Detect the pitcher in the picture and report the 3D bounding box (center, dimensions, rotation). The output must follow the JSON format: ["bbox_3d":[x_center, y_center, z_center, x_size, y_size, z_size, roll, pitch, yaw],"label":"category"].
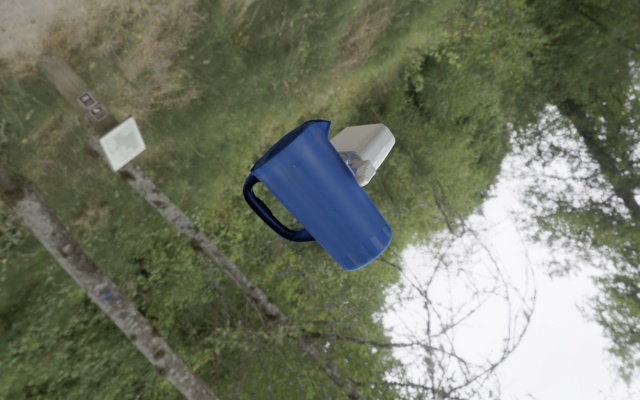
[{"bbox_3d":[0.000,0.002,0.789,0.149,0.243,0.145,-22,22,51],"label":"pitcher"}]
